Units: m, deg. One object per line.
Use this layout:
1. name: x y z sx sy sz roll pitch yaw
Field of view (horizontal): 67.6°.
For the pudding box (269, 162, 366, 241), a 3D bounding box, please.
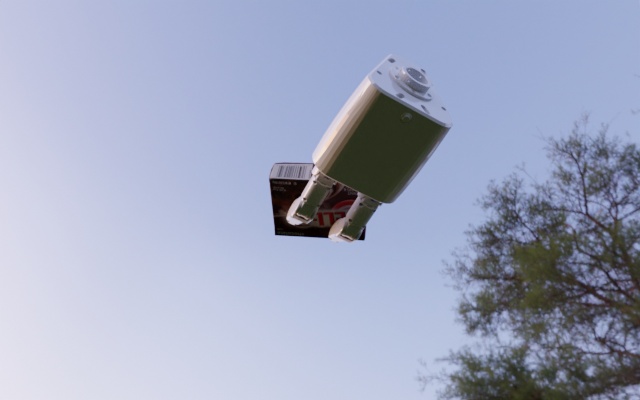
1. pudding box: 0.000 0.002 0.560 0.113 0.090 0.039 4 40 6
